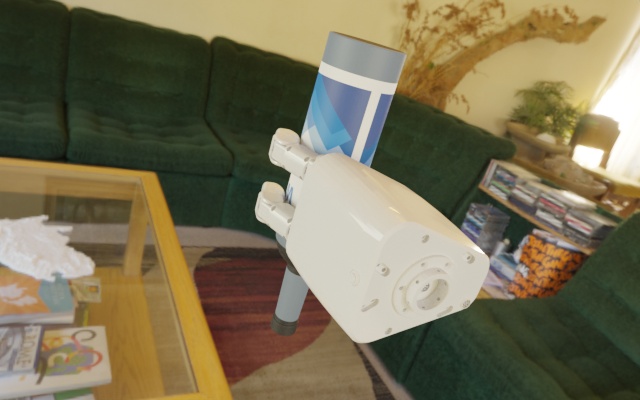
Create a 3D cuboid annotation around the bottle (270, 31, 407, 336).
[{"bbox_3d":[0.000,0.001,0.445,0.069,0.296,0.069,14,21,-6],"label":"bottle"}]
